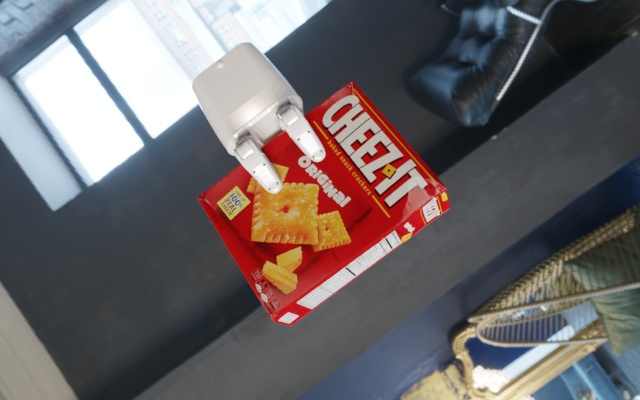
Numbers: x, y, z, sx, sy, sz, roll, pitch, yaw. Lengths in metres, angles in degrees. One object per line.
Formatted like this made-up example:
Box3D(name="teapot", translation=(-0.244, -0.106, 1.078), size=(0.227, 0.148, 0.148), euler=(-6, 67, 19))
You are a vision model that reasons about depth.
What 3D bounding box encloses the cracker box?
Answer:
Box3D(name="cracker box", translation=(0.000, 0.002, 0.507), size=(0.214, 0.164, 0.072), euler=(-37, -24, 3))
